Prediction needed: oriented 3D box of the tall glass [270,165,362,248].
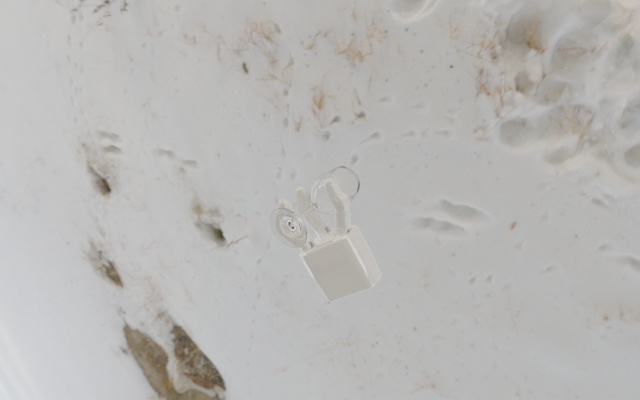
[{"bbox_3d":[0.000,0.003,0.844,0.079,0.079,0.201,0,26,36],"label":"tall glass"}]
